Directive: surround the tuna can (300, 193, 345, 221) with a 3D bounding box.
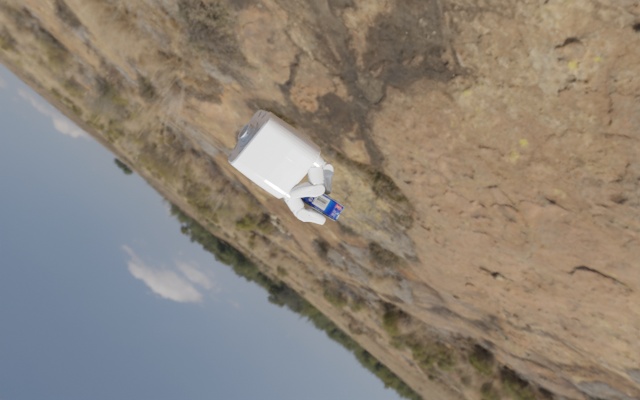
[{"bbox_3d":[0.000,0.003,0.879,0.086,0.034,0.086,31,-1,1],"label":"tuna can"}]
